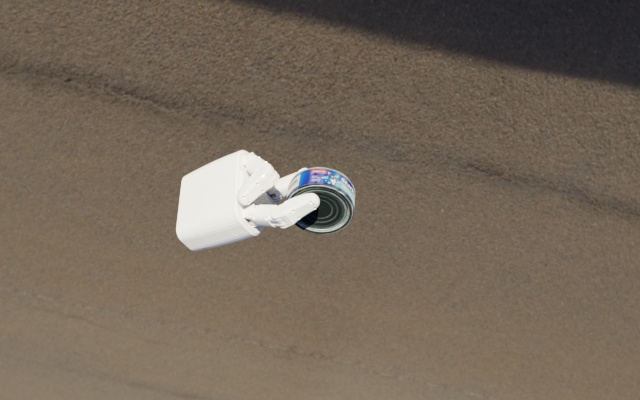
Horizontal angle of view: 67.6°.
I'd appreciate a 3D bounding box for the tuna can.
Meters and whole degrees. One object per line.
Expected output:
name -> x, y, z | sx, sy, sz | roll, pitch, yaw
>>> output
tuna can -> 0.000, 0.002, 0.591 | 0.086, 0.086, 0.033 | 0, 42, 7
